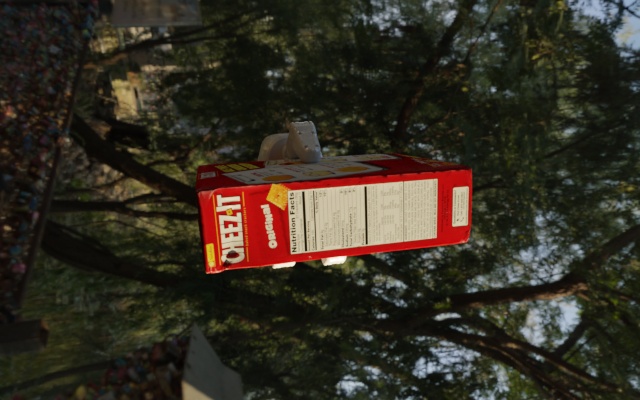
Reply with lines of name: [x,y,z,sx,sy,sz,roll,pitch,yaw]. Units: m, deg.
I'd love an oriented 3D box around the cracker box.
cracker box: [0.000,0.001,0.433,0.213,0.072,0.164,-5,11,-13]
